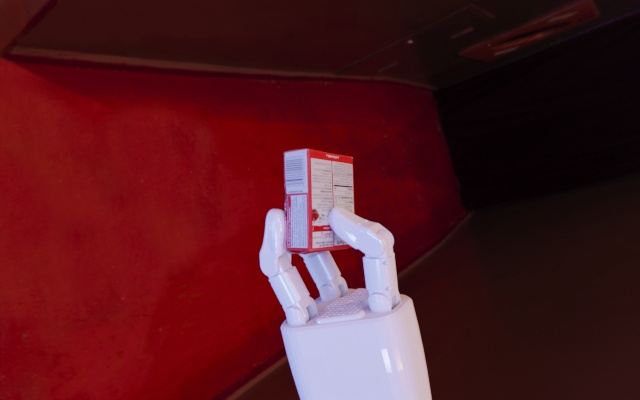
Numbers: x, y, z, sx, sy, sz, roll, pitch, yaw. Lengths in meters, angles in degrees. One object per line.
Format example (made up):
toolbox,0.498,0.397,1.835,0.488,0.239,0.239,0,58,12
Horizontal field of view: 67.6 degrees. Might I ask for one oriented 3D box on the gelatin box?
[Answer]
gelatin box,0.000,0.001,0.431,0.030,0.089,0.073,-3,-2,35
